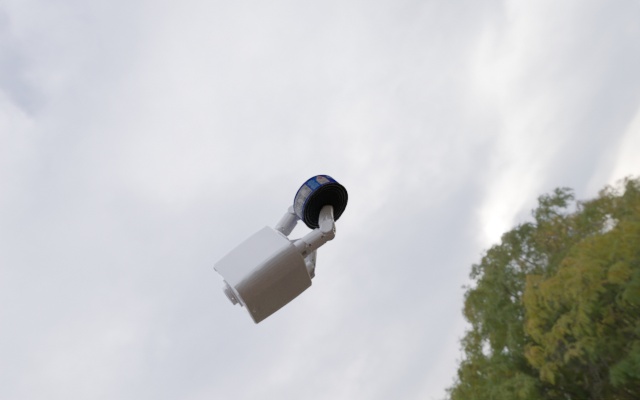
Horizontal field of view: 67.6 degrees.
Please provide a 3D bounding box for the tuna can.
[{"bbox_3d":[0.000,0.002,0.753,0.086,0.086,0.033,0,29,-40],"label":"tuna can"}]
